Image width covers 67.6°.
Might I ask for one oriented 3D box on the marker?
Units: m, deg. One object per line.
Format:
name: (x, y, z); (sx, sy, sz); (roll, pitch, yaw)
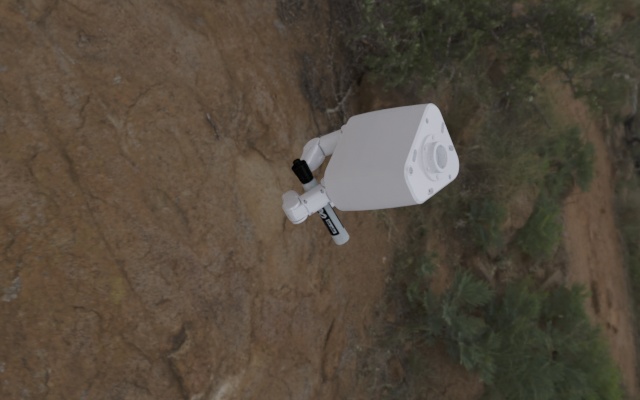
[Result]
marker: (0.000, 0.002, 0.563); (0.020, 0.121, 0.020); (-24, 27, 13)
